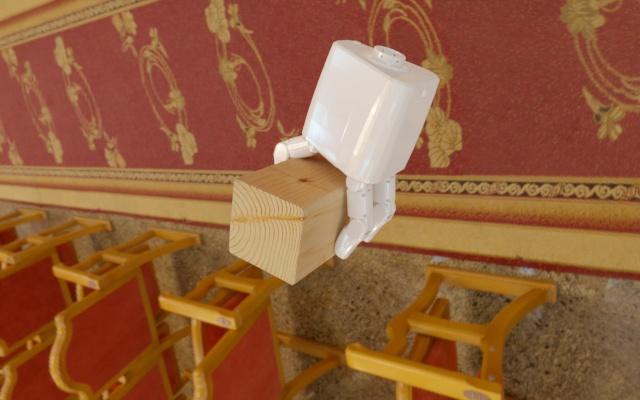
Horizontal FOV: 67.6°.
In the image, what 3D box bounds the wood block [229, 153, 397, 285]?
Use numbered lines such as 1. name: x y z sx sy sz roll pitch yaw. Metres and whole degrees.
1. wood block: 0.000 0.001 0.556 0.091 0.090 0.206 23 29 27
